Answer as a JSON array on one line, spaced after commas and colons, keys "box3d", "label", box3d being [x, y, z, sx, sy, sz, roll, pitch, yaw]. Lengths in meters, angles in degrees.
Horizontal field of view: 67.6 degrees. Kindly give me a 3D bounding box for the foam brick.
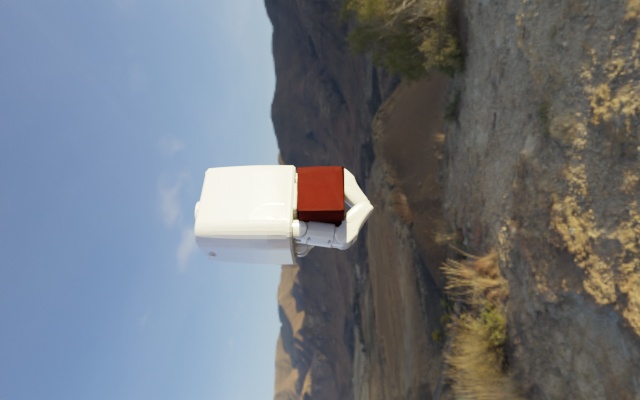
[{"box3d": [0.000, 0.002, 0.535, 0.051, 0.053, 0.078, 0, -23, 0], "label": "foam brick"}]
